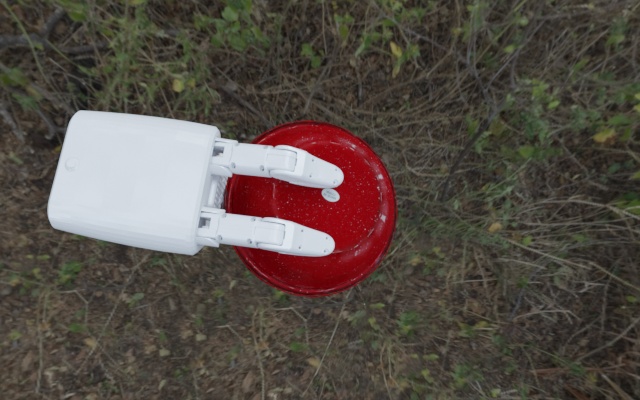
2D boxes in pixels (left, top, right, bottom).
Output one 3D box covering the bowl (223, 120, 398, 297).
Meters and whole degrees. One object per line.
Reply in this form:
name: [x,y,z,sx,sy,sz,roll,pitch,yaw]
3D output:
bowl: [0.001,0.001,0.409,0.162,0.162,0.055,0,-9,-14]
